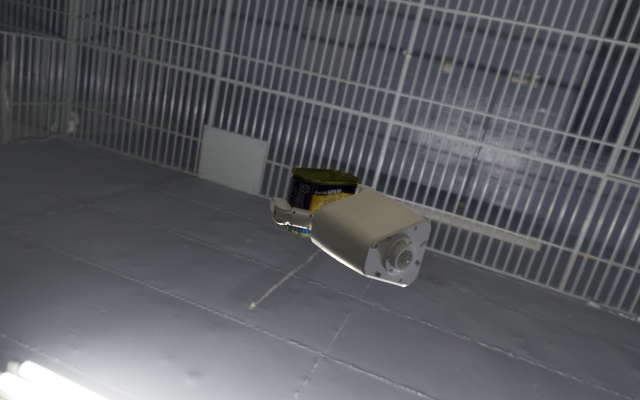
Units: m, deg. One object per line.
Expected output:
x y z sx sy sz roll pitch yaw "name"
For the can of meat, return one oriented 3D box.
0.000 0.003 0.678 0.102 0.084 0.057 -1 20 -40 "can of meat"
